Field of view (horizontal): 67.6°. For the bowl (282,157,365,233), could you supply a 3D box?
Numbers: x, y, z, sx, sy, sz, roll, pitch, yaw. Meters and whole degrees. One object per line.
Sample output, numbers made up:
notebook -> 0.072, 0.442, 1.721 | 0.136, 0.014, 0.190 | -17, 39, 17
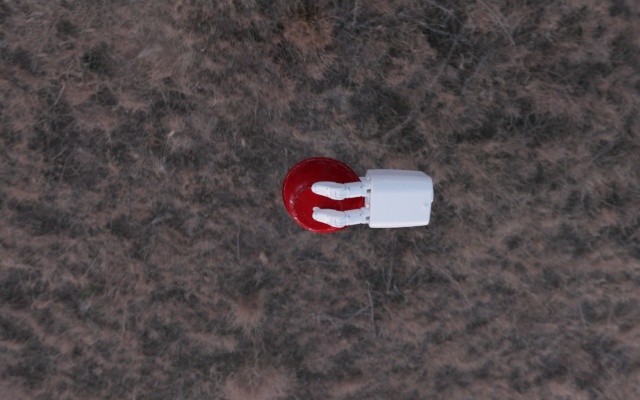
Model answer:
bowl -> -0.001, 0.003, 0.886 | 0.162, 0.162, 0.055 | 0, 28, 12
